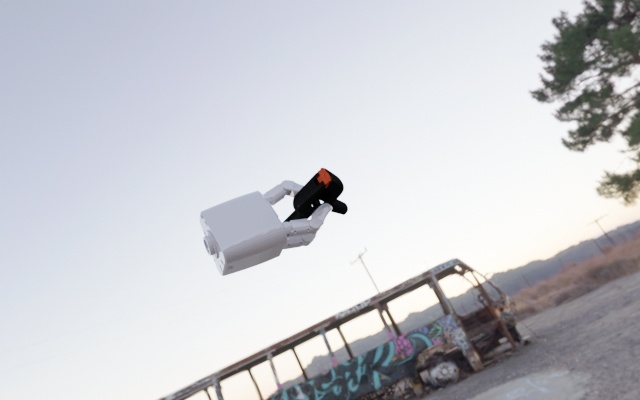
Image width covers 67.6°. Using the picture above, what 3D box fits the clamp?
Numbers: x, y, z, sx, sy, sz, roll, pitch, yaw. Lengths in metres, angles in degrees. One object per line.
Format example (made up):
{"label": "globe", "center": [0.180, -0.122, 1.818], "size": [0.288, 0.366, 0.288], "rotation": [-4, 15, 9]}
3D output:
{"label": "clamp", "center": [0.000, 0.002, 0.846], "size": [0.164, 0.036, 0.210], "rotation": [-22, -21, -25]}
